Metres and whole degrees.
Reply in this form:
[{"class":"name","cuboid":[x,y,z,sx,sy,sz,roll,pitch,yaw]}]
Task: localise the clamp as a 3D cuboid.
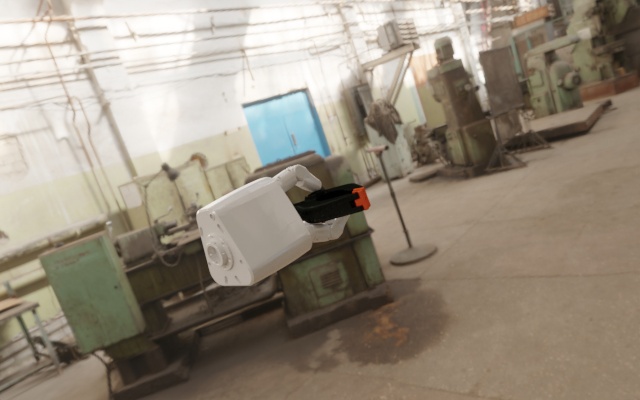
[{"class":"clamp","cuboid":[0.000,0.002,0.700,0.210,0.036,0.164,-11,16,46]}]
